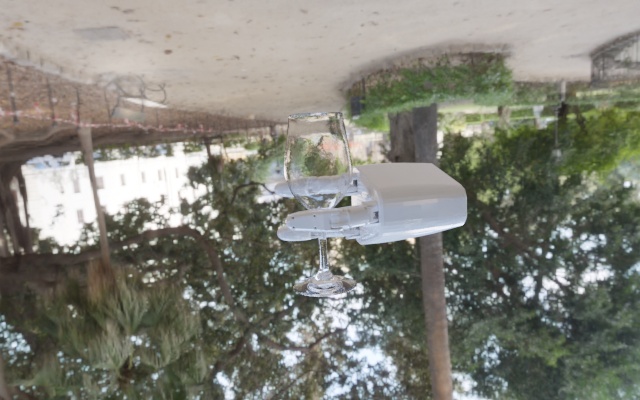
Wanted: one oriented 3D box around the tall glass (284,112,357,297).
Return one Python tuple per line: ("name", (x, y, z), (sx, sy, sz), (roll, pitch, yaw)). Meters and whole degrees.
("tall glass", (0.000, 0.002, 0.548), (0.079, 0.201, 0.079), (-4, 7, 0))
